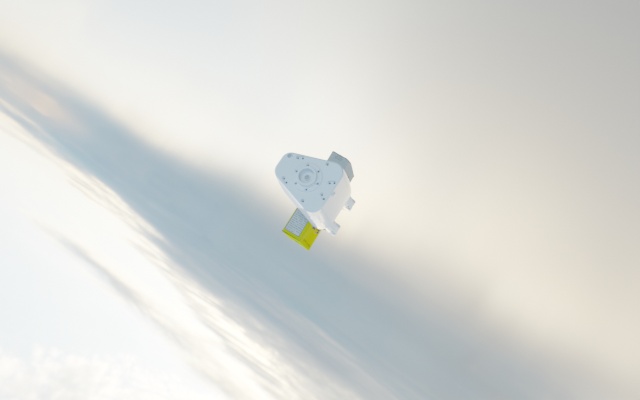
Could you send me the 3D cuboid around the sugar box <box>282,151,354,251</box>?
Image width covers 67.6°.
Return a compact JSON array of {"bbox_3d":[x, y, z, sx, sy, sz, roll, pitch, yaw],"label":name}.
[{"bbox_3d":[0.001,0.003,0.897,0.048,0.176,0.093,32,-9,17],"label":"sugar box"}]
